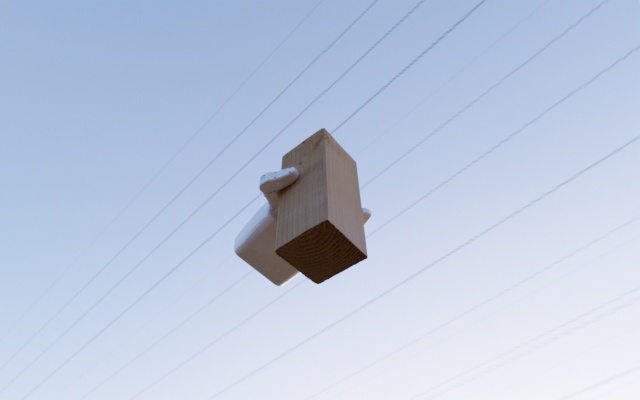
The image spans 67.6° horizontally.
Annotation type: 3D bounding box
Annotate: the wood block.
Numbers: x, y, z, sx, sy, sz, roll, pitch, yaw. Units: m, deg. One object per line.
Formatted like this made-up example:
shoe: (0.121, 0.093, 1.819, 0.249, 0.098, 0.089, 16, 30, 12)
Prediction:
wood block: (0.000, 0.002, 0.689, 0.090, 0.206, 0.091, -32, -55, 24)
